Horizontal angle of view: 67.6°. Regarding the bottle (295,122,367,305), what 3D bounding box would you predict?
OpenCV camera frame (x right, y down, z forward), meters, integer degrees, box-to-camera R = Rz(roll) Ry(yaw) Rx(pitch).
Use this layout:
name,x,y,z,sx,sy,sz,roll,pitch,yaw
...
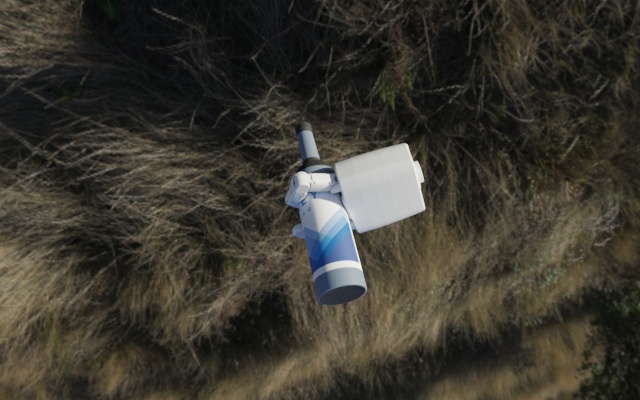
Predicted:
name,x,y,z,sx,sy,sz,roll,pitch,yaw
bottle,0.000,0.003,0.700,0.069,0.295,0.069,-9,-32,-6
